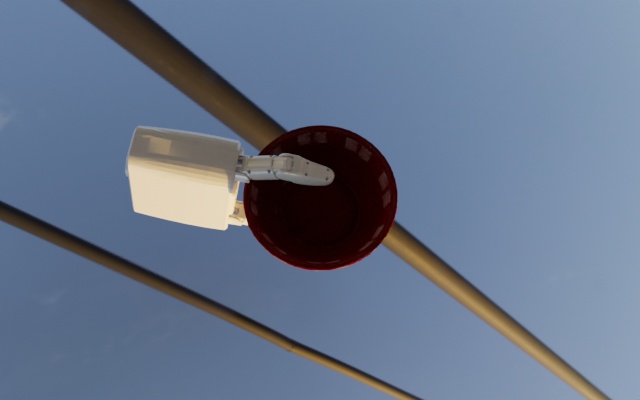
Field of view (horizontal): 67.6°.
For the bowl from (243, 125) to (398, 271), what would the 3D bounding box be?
[{"bbox_3d":[0.001,0.002,0.520,0.162,0.162,0.055,0,-20,1],"label":"bowl"}]
